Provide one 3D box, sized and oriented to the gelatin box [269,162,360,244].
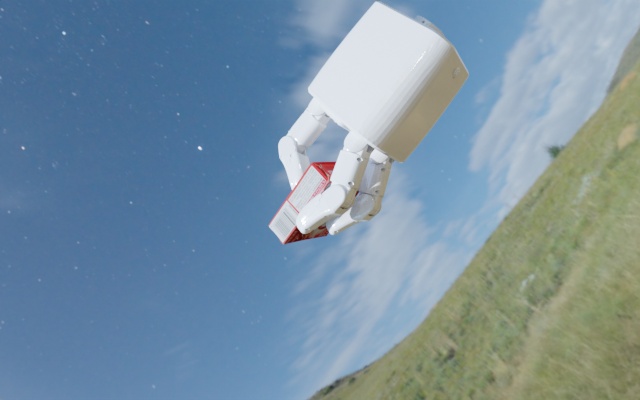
[{"bbox_3d":[0.000,0.002,0.482,0.030,0.089,0.073,49,29,23],"label":"gelatin box"}]
